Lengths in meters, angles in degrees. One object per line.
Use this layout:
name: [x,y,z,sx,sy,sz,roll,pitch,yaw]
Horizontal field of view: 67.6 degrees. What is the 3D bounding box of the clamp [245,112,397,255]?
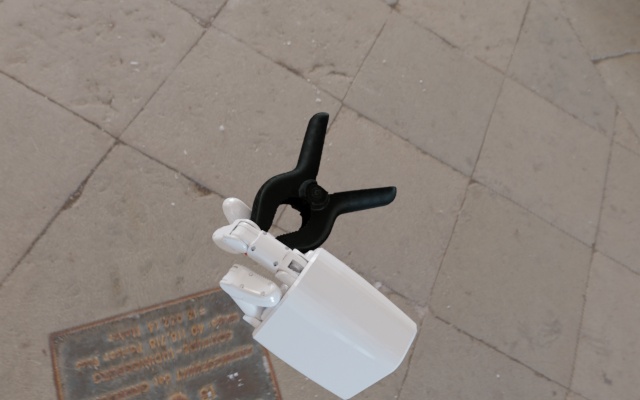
clamp: [0.000,0.001,0.464,0.120,0.171,0.039,37,-28,0]
